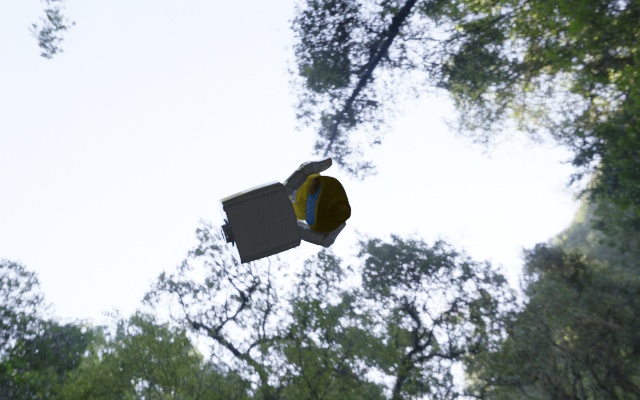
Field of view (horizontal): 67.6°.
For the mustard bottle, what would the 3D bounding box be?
[{"bbox_3d":[0.000,0.003,0.812,0.058,0.096,0.191,9,8,-26],"label":"mustard bottle"}]
